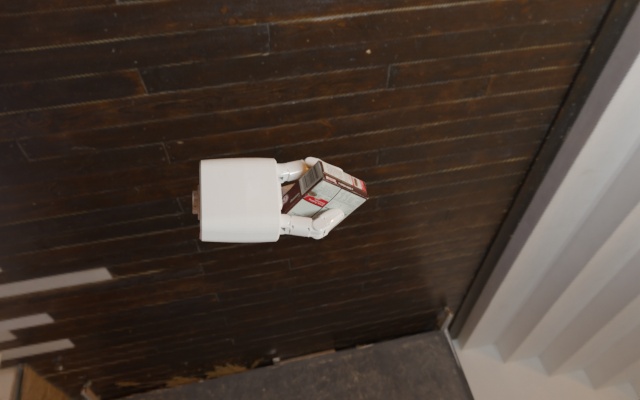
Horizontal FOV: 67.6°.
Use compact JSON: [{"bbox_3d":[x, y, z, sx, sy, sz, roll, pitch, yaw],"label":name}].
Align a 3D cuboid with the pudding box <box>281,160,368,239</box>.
[{"bbox_3d":[0.000,0.002,0.703,0.090,0.039,0.113,22,-49,-34],"label":"pudding box"}]
